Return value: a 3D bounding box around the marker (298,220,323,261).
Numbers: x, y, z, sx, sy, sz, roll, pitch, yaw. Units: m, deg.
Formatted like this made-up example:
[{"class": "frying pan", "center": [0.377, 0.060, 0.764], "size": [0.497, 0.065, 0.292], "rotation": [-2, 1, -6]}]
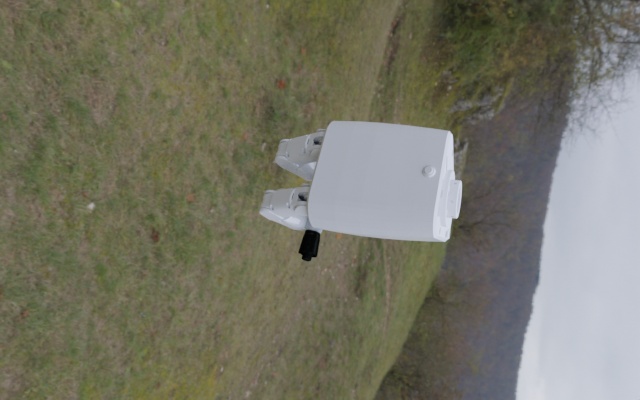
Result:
[{"class": "marker", "center": [0.000, 0.002, 0.475], "size": [0.020, 0.121, 0.020], "rotation": [12, -19, 4]}]
